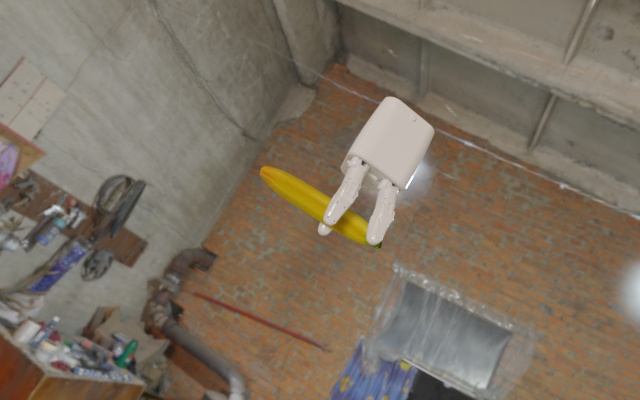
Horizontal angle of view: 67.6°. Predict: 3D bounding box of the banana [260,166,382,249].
[{"bbox_3d":[0.003,0.009,0.680,0.198,0.037,0.070,31,-12,9],"label":"banana"}]
